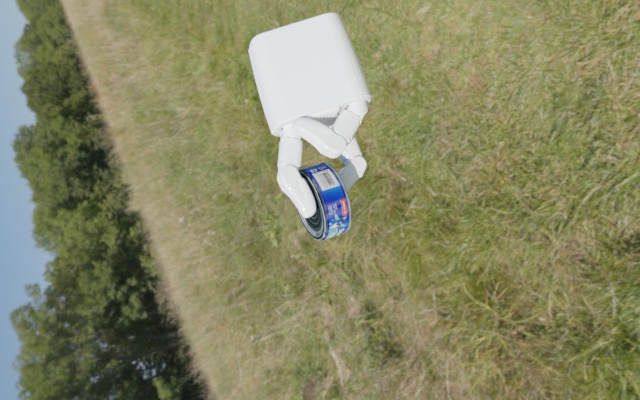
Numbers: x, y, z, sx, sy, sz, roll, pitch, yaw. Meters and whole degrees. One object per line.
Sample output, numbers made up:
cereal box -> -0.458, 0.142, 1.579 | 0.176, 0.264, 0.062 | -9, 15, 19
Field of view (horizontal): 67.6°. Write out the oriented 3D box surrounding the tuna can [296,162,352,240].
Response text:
tuna can -> 0.000, 0.002, 0.547 | 0.034, 0.086, 0.086 | -18, 7, -22
